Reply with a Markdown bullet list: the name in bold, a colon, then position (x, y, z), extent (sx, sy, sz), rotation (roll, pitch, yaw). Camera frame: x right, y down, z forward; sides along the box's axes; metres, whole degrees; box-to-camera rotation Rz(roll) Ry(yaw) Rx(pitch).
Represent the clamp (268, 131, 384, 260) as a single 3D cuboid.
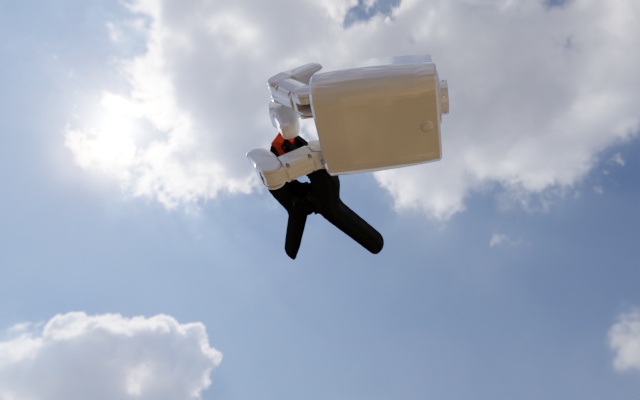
- **clamp**: position (0.000, 0.001, 0.508), extent (0.120, 0.172, 0.039), rotation (-4, 41, 15)
